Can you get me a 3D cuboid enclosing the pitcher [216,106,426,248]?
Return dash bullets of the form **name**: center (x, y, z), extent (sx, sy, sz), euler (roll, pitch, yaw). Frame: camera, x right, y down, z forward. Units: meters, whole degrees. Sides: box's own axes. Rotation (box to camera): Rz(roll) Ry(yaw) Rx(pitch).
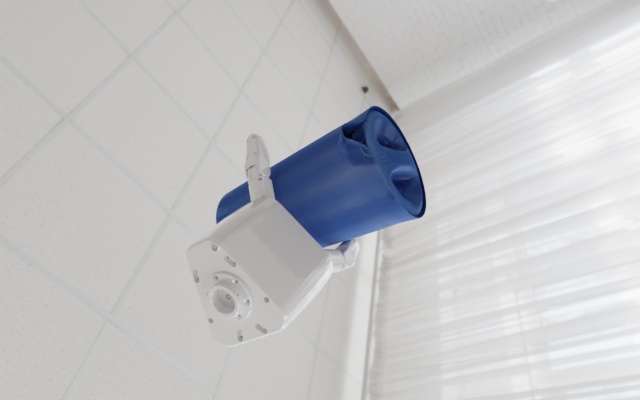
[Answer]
- **pitcher**: center (0.000, 0.002, 0.583), extent (0.243, 0.149, 0.145), euler (-24, 10, 28)
